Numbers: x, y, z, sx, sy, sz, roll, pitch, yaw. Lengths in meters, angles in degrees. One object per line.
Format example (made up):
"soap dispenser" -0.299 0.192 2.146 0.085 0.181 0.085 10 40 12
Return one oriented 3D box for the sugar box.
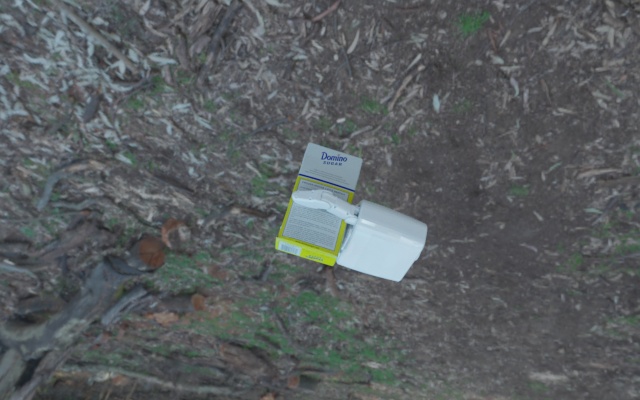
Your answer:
"sugar box" 0.000 0.003 0.733 0.093 0.176 0.048 18 -31 -1
